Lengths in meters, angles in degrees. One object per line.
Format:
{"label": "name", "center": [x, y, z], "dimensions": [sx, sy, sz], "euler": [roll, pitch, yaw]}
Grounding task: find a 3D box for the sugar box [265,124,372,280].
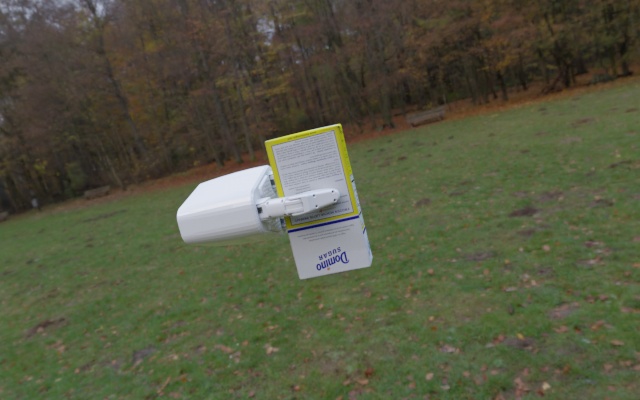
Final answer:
{"label": "sugar box", "center": [0.000, 0.002, 0.589], "dimensions": [0.093, 0.176, 0.048], "euler": [-12, 9, 11]}
